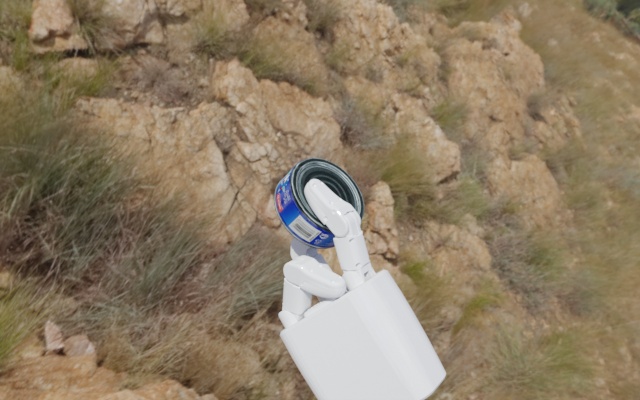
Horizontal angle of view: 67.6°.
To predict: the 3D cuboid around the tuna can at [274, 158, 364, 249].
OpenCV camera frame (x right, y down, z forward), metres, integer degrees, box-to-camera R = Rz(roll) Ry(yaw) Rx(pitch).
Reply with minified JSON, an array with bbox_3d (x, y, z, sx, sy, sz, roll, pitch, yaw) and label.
[{"bbox_3d":[0.000,0.001,0.464,0.086,0.086,0.034,0,-30,-38],"label":"tuna can"}]
